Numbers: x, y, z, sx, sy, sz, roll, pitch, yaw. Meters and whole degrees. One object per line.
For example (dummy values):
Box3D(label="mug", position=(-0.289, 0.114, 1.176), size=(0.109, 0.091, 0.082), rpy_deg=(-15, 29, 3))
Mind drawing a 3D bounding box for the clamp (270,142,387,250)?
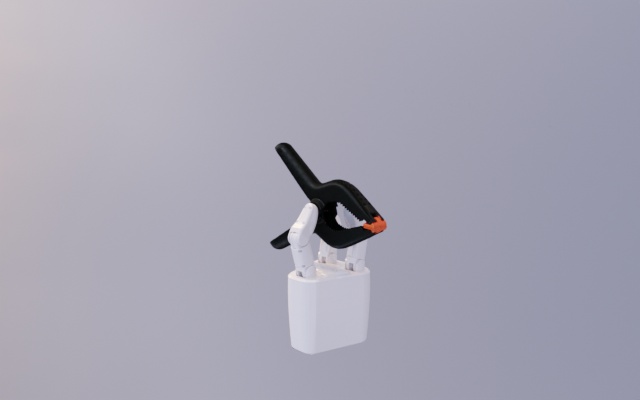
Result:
Box3D(label="clamp", position=(0.000, 0.003, 0.665), size=(0.210, 0.164, 0.036), rpy_deg=(7, 12, 44))
